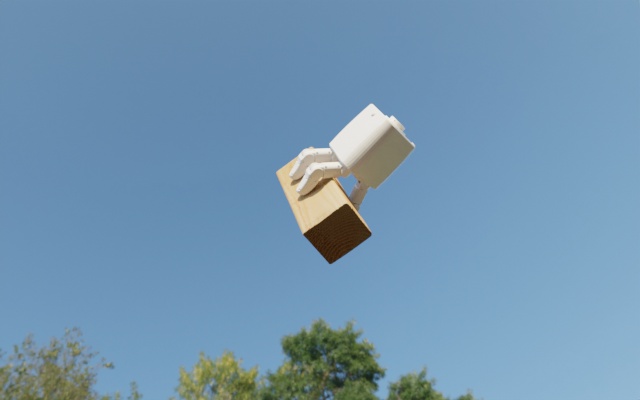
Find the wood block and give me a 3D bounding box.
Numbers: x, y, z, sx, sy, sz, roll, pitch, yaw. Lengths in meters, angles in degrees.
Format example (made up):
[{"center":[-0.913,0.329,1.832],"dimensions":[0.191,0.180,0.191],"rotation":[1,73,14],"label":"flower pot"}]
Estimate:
[{"center":[0.001,0.003,0.852],"dimensions":[0.090,0.091,0.206],"rotation":[-36,35,6],"label":"wood block"}]
